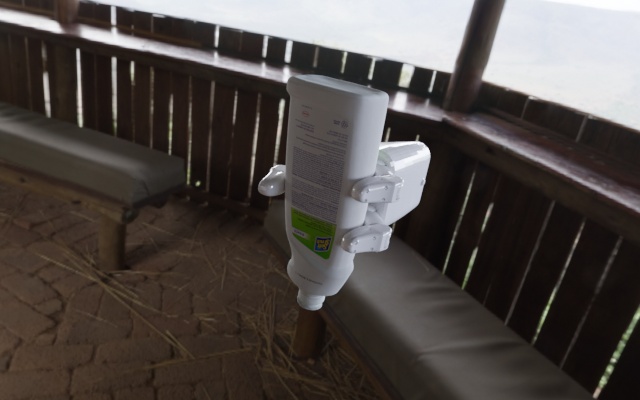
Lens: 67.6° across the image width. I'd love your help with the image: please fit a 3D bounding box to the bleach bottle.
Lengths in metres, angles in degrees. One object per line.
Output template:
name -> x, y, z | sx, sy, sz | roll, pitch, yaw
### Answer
bleach bottle -> 0.000, 0.002, 0.511 | 0.102, 0.251, 0.068 | 23, 26, 30
